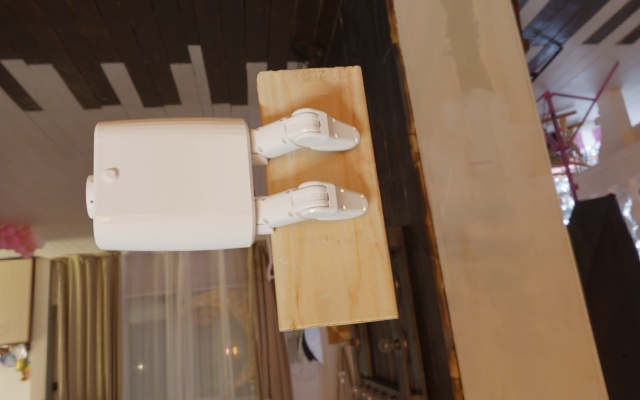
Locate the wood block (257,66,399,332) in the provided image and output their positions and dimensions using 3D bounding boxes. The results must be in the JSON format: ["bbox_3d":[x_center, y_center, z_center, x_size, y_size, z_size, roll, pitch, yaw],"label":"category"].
[{"bbox_3d":[0.000,0.002,0.409,0.090,0.206,0.091,-5,-15,-5],"label":"wood block"}]
